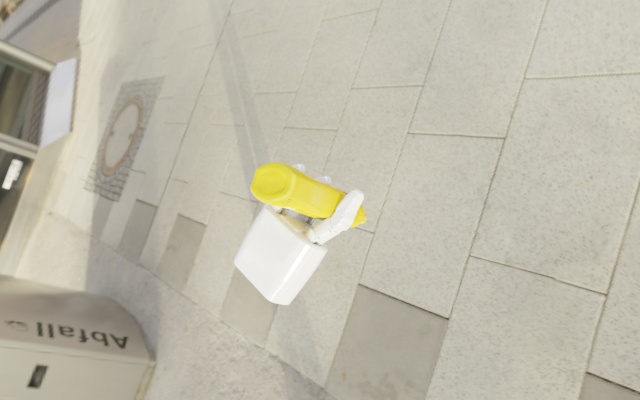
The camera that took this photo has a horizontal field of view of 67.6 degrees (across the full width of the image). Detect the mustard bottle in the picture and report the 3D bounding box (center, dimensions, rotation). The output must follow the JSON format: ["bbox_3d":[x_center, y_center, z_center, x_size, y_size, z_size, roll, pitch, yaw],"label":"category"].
[{"bbox_3d":[0.000,0.002,0.691,0.192,0.058,0.096,22,-9,-41],"label":"mustard bottle"}]
